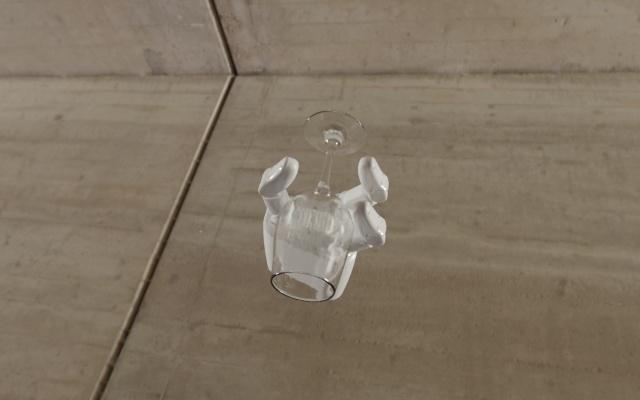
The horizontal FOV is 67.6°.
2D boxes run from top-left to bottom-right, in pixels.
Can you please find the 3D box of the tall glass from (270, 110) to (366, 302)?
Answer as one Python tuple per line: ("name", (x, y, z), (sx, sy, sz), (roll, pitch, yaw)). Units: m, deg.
("tall glass", (0.000, 0.001, 0.500), (0.079, 0.201, 0.079), (8, -36, 6))
